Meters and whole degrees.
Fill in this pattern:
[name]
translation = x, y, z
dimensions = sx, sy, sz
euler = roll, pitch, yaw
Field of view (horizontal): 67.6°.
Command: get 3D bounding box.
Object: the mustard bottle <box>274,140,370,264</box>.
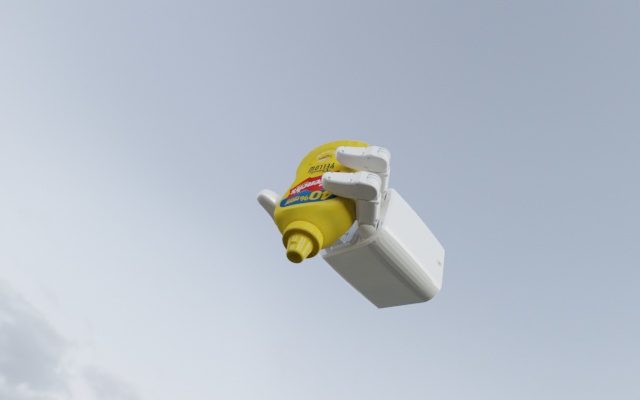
[mustard bottle]
translation = 0.000, 0.001, 0.536
dimensions = 0.096, 0.058, 0.191
euler = -8, 32, 23
